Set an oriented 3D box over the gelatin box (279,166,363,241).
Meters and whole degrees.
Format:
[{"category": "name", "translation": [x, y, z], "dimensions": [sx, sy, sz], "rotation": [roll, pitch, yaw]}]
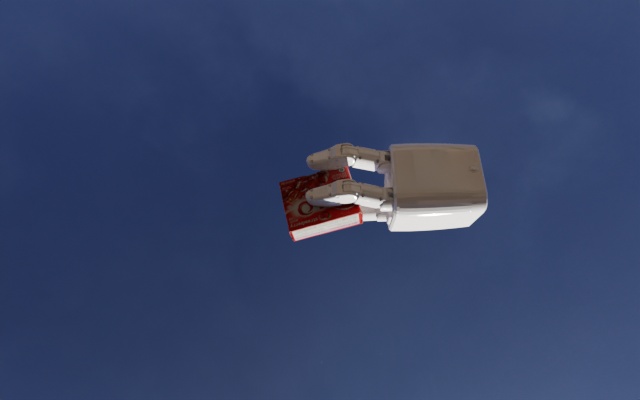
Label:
[{"category": "gelatin box", "translation": [0.000, 0.002, 0.579], "dimensions": [0.089, 0.073, 0.030], "rotation": [-15, -33, 1]}]
